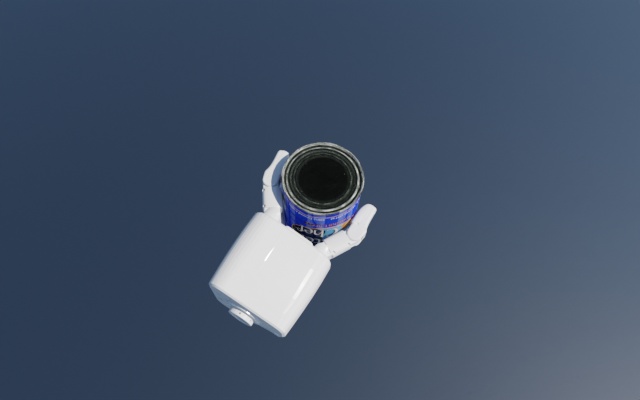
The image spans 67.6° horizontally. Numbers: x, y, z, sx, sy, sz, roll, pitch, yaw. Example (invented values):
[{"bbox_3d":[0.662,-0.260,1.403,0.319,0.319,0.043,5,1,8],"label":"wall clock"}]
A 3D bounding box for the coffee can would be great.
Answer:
[{"bbox_3d":[0.000,0.002,0.648,0.103,0.102,0.140,0,-26,-3],"label":"coffee can"}]
